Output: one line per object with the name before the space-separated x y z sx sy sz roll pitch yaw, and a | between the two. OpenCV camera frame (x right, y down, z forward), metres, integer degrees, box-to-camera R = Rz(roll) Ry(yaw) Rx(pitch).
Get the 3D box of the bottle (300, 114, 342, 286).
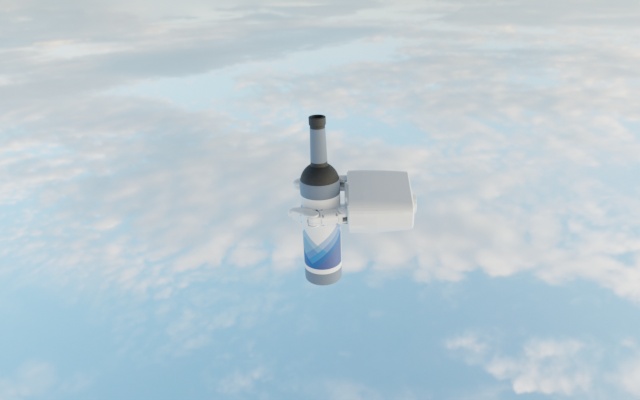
bottle | 0.000 0.003 0.803 0.069 0.296 0.069 -2 26 1
